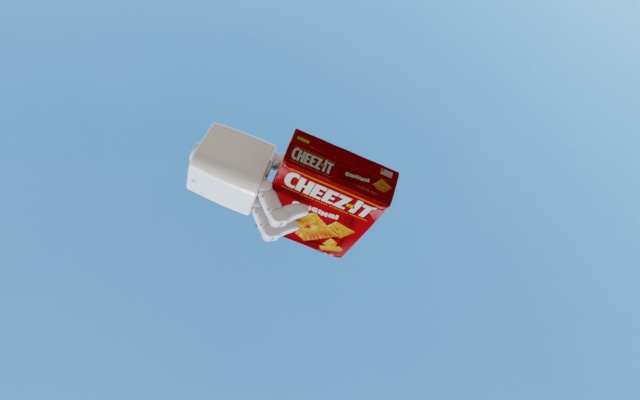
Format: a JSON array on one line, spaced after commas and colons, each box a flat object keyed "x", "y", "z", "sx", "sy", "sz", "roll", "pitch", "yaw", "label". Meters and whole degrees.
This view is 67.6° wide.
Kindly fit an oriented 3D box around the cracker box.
[{"x": 0.000, "y": 0.002, "z": 0.748, "sx": 0.164, "sy": 0.072, "sz": 0.214, "roll": 22, "pitch": -31, "yaw": -7, "label": "cracker box"}]
